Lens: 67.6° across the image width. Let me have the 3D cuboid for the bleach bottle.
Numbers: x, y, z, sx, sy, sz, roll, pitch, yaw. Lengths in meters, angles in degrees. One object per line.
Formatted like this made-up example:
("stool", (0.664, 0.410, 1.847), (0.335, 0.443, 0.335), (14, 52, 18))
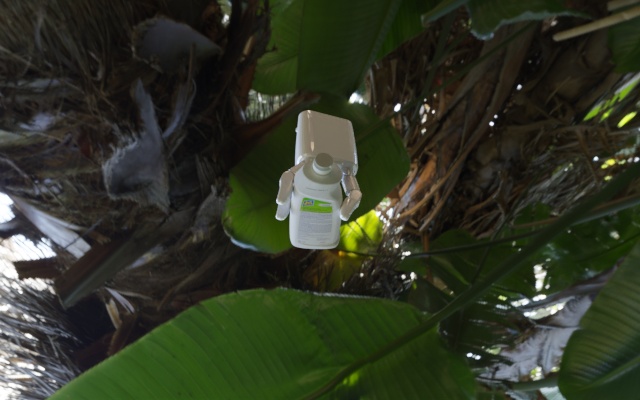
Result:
("bleach bottle", (0.000, 0.003, 0.837), (0.102, 0.068, 0.251), (1, -31, -7))
